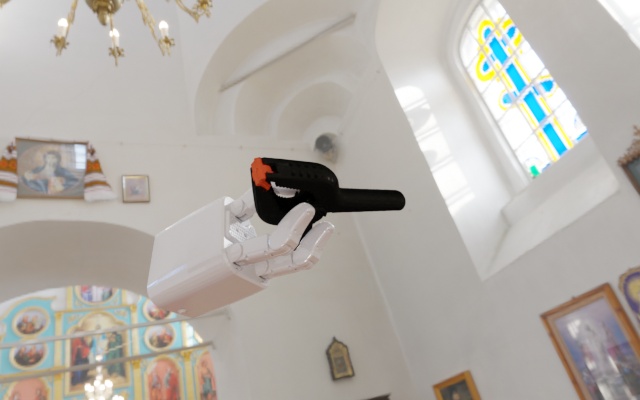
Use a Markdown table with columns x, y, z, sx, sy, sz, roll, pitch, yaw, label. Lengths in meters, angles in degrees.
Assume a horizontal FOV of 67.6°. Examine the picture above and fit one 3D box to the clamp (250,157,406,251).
| x | y | z | sx | sy | sz | roll | pitch | yaw | label |
| --- | --- | --- | --- | --- | --- | --- | --- | --- | --- |
| -0.001 | 0.001 | 0.537 | 0.164 | 0.036 | 0.210 | -27 | -32 | 12 | clamp |
